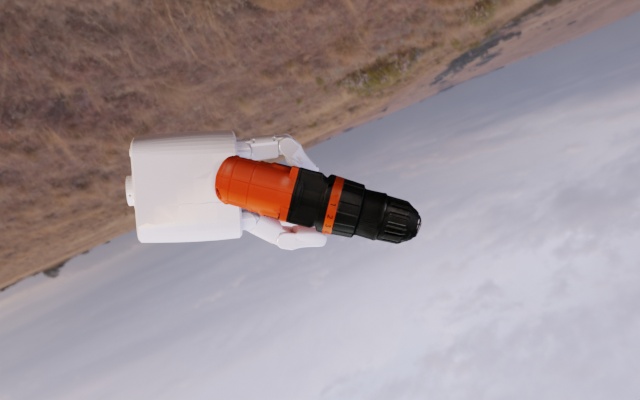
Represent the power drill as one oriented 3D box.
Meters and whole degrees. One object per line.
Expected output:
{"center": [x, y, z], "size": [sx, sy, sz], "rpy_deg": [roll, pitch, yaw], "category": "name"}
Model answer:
{"center": [0.000, 0.002, 0.490], "size": [0.184, 0.057, 0.187], "rpy_deg": [16, -2, 2], "category": "power drill"}
